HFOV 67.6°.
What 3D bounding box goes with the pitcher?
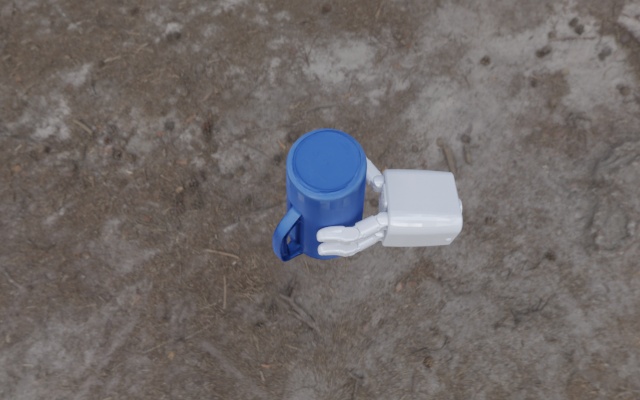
[{"bbox_3d":[0.000,0.002,0.729,0.145,0.149,0.243,3,-23,1],"label":"pitcher"}]
